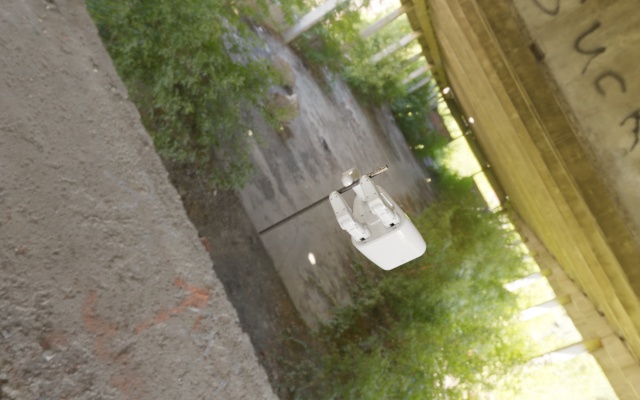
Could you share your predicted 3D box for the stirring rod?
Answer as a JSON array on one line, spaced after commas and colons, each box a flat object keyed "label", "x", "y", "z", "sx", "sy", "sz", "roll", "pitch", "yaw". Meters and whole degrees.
[{"label": "stirring rod", "x": 0.000, "y": 0.003, "z": 0.761, "sx": 0.239, "sy": 0.011, "sz": 0.011, "roll": -28, "pitch": -9, "yaw": 18}]
